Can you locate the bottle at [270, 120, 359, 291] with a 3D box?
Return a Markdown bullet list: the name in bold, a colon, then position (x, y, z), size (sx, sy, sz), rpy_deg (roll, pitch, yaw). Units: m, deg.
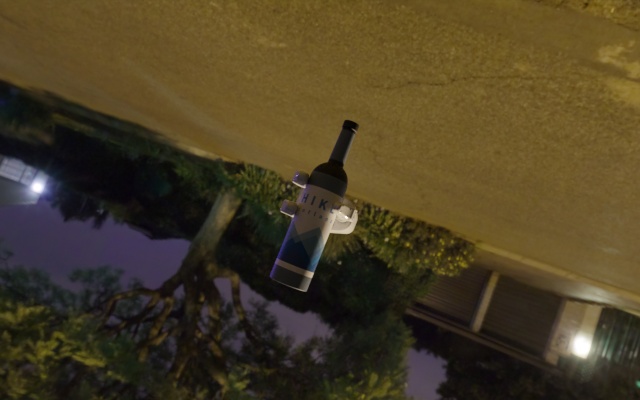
- **bottle**: position (0.000, 0.003, 0.806), size (0.069, 0.295, 0.069), rpy_deg (21, -6, 2)
